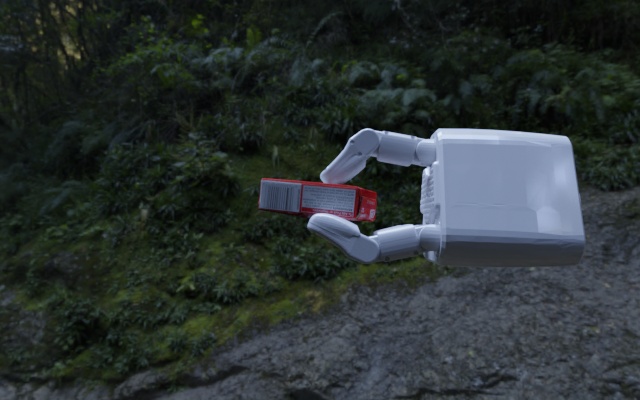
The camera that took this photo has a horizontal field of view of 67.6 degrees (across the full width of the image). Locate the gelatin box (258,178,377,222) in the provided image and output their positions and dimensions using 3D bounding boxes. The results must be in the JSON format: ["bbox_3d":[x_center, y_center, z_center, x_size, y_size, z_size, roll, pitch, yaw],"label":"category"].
[{"bbox_3d":[0.000,0.001,0.422,0.089,0.030,0.073,6,-1,17],"label":"gelatin box"}]
